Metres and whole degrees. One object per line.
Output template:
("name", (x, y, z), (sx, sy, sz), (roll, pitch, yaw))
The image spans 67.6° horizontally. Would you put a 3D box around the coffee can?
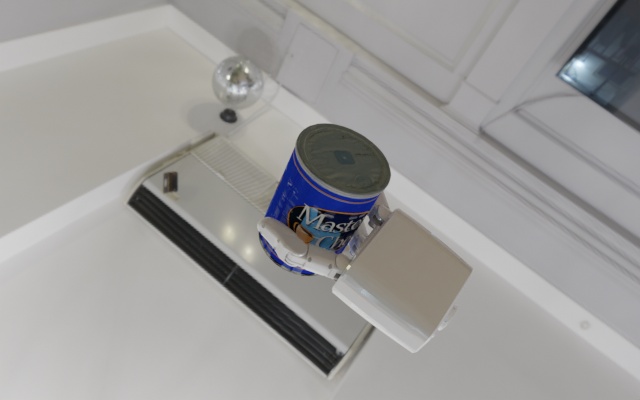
("coffee can", (0.000, 0.002, 0.525), (0.103, 0.102, 0.140), (0, -41, -28))
